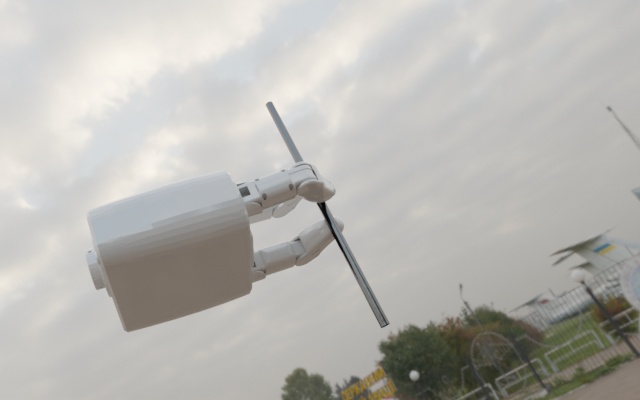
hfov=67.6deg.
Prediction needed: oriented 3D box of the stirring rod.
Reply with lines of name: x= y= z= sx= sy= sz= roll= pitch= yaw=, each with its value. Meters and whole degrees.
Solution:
stirring rod: x=0.000 y=0.001 z=0.424 sx=0.011 sy=0.239 sz=0.011 roll=-23 pitch=-25 yaw=-11
